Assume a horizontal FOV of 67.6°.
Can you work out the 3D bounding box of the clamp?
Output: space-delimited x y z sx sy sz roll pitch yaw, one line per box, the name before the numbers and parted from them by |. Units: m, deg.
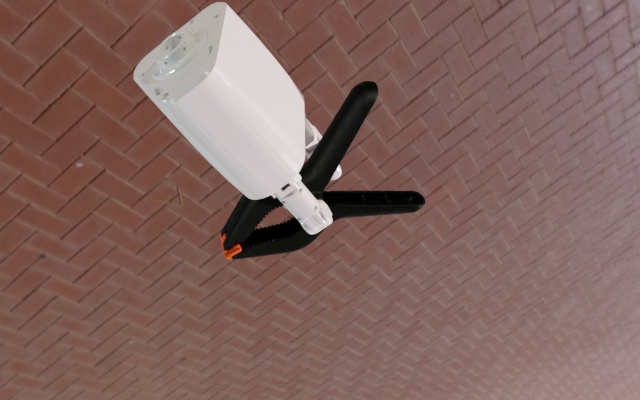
clamp | 0.000 0.002 0.471 0.210 0.036 0.165 -35 -51 9
